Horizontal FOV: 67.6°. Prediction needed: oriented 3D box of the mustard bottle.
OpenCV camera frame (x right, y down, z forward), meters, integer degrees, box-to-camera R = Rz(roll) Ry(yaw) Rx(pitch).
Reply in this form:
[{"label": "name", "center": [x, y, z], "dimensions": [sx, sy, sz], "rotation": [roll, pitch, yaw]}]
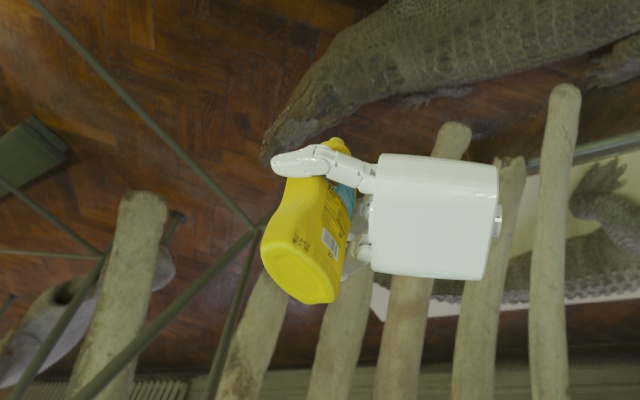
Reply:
[{"label": "mustard bottle", "center": [0.000, 0.002, 0.490], "dimensions": [0.058, 0.191, 0.096], "rotation": [-13, -49, 29]}]
